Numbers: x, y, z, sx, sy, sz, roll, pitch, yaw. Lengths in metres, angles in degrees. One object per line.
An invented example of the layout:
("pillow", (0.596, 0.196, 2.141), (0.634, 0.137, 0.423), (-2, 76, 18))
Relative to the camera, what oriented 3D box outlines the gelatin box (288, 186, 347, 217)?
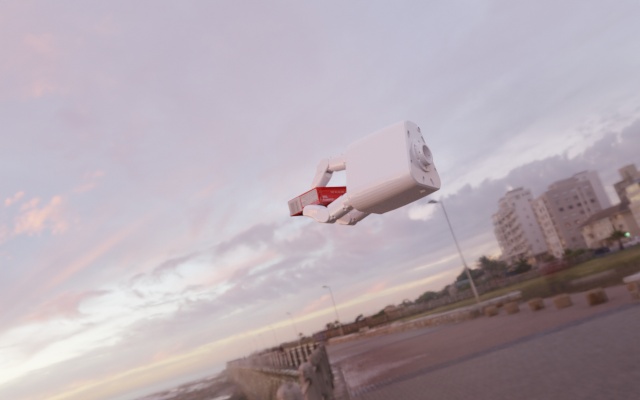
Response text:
("gelatin box", (0.000, 0.002, 0.795), (0.073, 0.030, 0.089), (-2, -15, -39))
